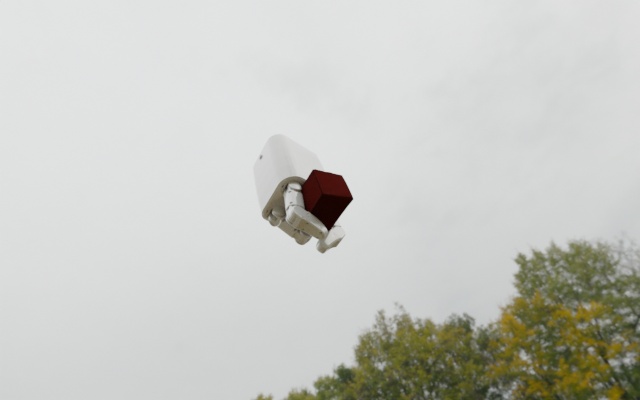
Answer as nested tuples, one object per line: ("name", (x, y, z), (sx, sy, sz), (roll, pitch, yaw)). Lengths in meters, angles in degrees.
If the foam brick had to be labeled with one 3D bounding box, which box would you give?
("foam brick", (0.000, 0.002, 0.681), (0.053, 0.051, 0.078), (11, -49, -31))
